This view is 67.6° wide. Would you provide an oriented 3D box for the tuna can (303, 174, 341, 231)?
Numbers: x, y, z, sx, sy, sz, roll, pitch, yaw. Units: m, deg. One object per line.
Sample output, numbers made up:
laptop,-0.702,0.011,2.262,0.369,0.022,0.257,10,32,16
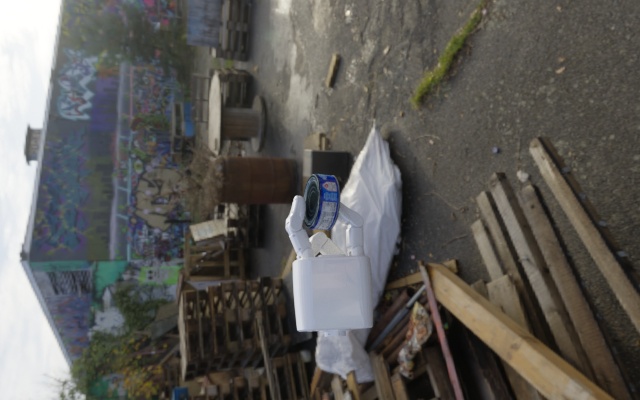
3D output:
tuna can,0.000,0.002,0.732,0.034,0.086,0.086,6,-2,-18
